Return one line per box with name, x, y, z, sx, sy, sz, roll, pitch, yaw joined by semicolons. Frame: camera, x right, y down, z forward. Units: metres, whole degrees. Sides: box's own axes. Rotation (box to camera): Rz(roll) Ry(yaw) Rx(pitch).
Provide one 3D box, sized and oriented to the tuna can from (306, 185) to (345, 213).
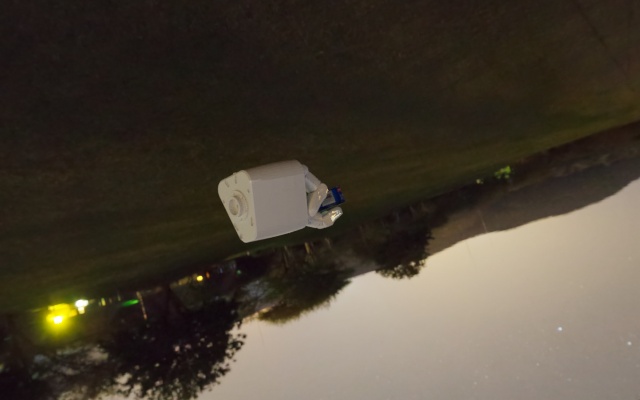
tuna can;0.000;0.003;0.861;0.086;0.034;0.086;-21;-2;-1
